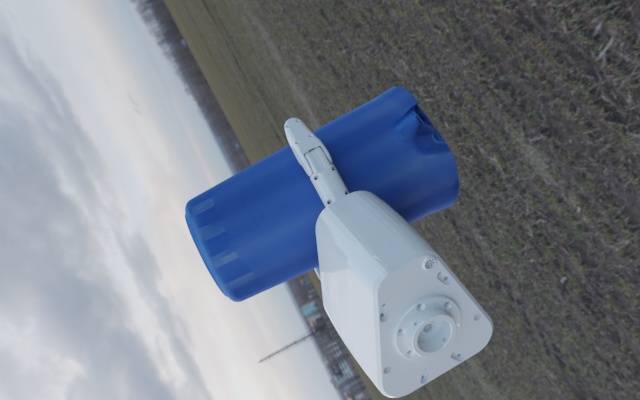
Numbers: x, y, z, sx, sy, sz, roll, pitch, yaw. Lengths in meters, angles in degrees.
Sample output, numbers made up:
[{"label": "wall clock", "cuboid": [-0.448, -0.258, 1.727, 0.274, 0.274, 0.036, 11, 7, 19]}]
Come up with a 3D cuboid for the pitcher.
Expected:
[{"label": "pitcher", "cuboid": [0.000, 0.002, 0.477, 0.243, 0.149, 0.145, -27, 29, -8]}]
